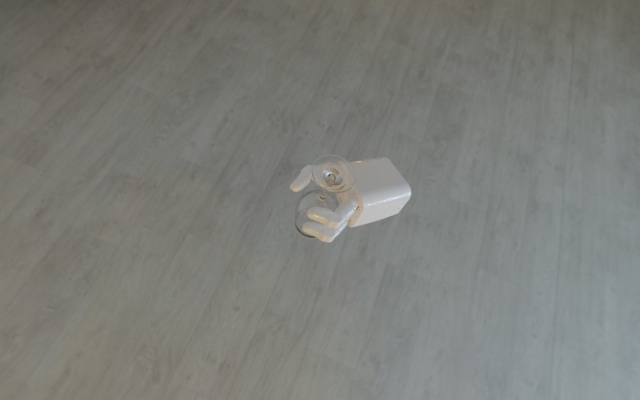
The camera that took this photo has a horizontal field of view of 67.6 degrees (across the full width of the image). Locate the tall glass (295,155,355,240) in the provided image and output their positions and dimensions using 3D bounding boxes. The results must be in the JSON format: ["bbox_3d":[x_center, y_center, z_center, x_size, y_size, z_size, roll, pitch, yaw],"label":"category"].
[{"bbox_3d":[0.000,0.002,0.869,0.079,0.079,0.201,0,-29,-15],"label":"tall glass"}]
